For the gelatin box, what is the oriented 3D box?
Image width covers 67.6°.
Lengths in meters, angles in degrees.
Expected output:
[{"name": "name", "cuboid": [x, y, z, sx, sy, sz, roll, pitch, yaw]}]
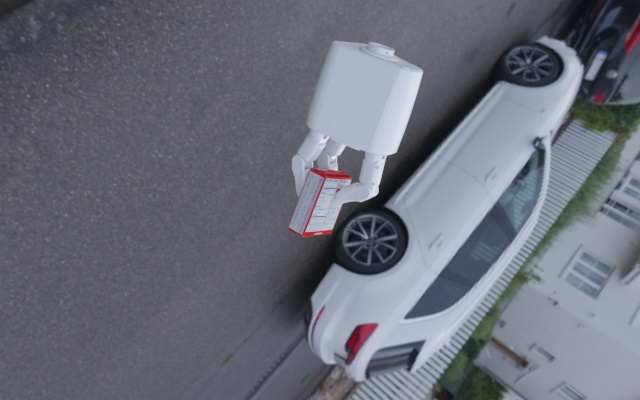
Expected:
[{"name": "gelatin box", "cuboid": [0.000, 0.003, 0.639, 0.030, 0.089, 0.073, 27, 14, 28]}]
